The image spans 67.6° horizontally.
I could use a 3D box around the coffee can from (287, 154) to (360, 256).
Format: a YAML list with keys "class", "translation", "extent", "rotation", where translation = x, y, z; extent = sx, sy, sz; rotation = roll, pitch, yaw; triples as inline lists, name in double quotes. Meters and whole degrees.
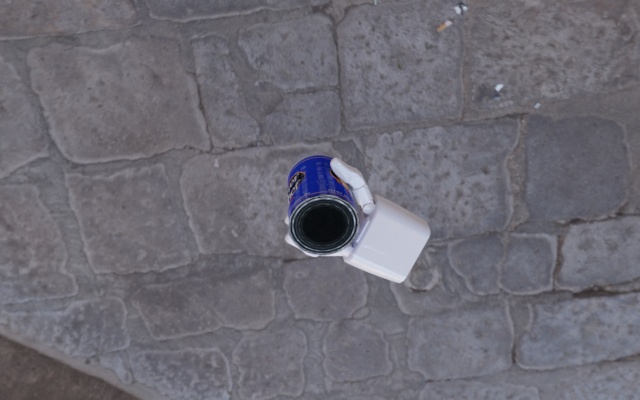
- class: "coffee can"
  translation: [0.000, 0.002, 0.737]
  extent: [0.103, 0.103, 0.140]
  rotation: [0, 30, -5]
